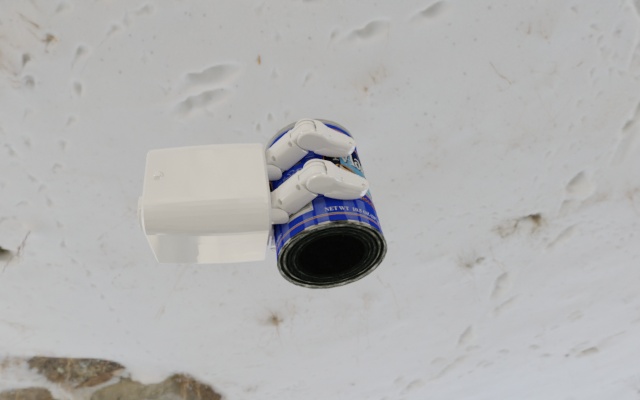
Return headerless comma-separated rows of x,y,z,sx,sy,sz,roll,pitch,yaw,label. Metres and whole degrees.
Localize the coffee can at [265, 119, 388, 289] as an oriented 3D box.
0.000,0.001,0.480,0.103,0.140,0.103,-7,-41,-6,coffee can
